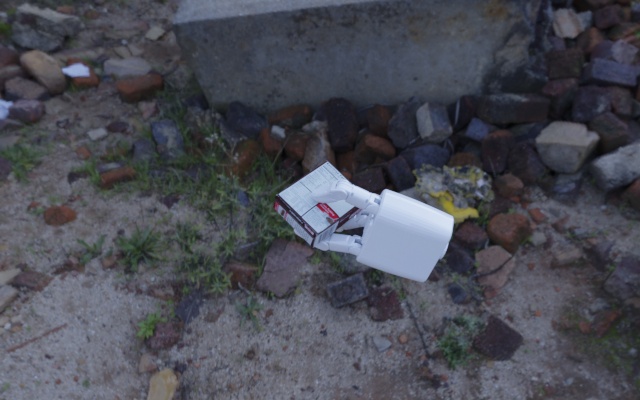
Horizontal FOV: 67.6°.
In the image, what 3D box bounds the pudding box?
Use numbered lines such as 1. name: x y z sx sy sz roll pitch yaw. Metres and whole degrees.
1. pudding box: 0.000 0.002 0.712 0.113 0.090 0.039 -35 -20 -33
